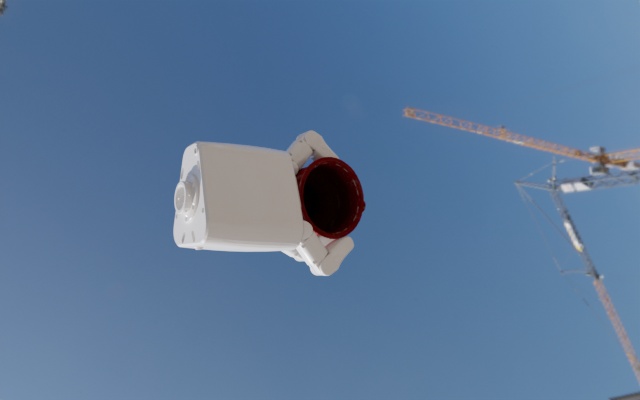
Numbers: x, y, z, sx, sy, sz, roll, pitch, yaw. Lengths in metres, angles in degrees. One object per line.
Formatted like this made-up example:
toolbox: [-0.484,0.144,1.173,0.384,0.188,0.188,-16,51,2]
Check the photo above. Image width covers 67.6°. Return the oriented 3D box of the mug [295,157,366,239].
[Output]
mug: [0.001,0.002,0.576,0.117,0.093,0.081,6,-9,-36]
